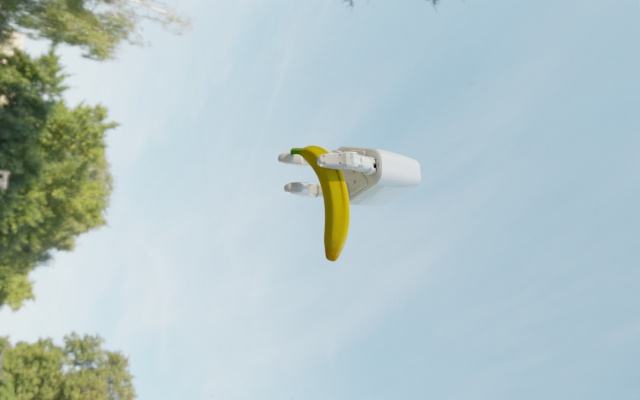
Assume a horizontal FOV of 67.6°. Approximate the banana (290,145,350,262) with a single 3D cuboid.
[{"bbox_3d":[0.011,-0.009,0.719,0.037,0.197,0.070,6,-32,-44],"label":"banana"}]
